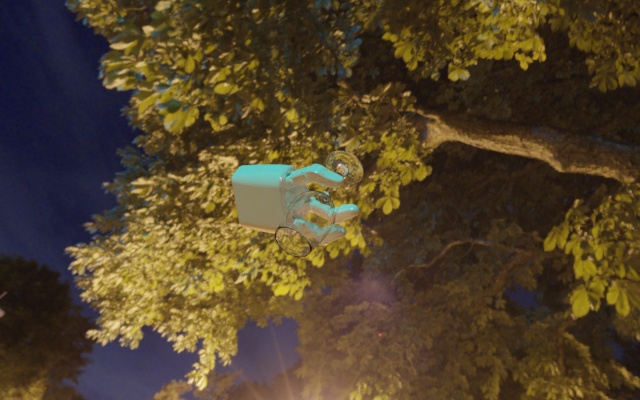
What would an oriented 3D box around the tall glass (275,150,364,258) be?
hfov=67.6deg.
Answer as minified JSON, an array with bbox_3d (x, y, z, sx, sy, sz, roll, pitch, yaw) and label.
[{"bbox_3d":[0.001,0.002,0.779,0.079,0.079,0.201,0,37,32],"label":"tall glass"}]
